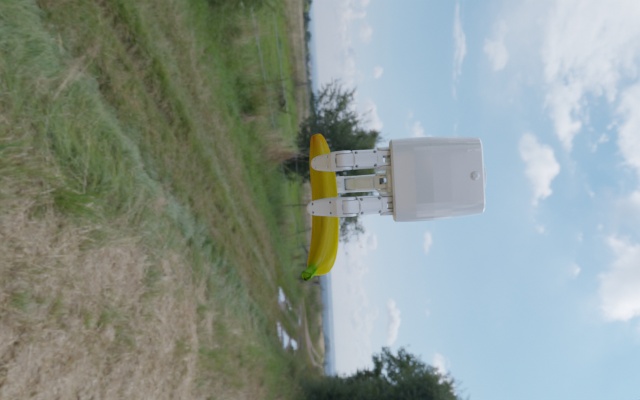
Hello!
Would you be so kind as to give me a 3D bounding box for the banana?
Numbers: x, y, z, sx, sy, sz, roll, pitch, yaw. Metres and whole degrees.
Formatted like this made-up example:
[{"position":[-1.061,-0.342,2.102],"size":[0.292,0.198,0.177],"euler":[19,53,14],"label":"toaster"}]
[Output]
[{"position":[0.003,0.013,0.615],"size":[0.037,0.197,0.070],"euler":[-3,-24,10],"label":"banana"}]
